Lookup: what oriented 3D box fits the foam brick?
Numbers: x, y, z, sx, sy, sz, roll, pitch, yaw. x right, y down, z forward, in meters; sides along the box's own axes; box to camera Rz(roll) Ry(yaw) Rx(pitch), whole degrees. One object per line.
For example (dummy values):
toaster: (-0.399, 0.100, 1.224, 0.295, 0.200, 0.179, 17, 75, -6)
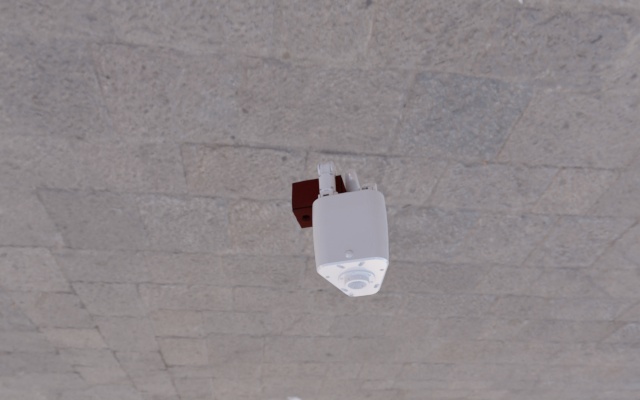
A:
foam brick: (0.000, 0.002, 0.709, 0.078, 0.051, 0.053, -9, -36, 11)
